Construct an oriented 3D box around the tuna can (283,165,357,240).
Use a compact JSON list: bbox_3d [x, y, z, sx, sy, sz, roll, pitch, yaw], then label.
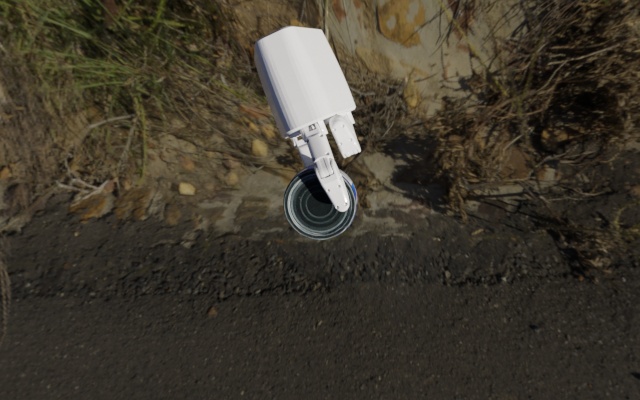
[{"bbox_3d":[0.000,0.002,0.557,0.086,0.086,0.033,0,12,4],"label":"tuna can"}]
